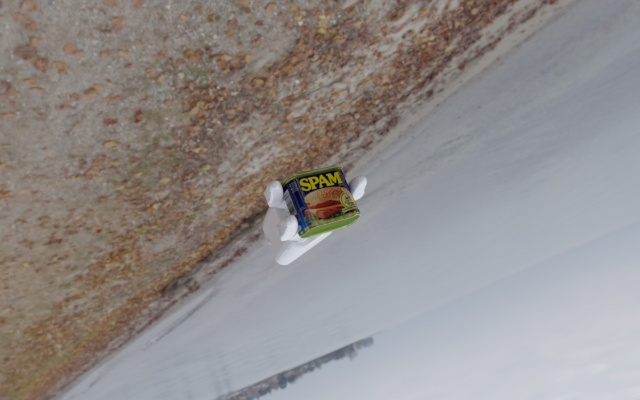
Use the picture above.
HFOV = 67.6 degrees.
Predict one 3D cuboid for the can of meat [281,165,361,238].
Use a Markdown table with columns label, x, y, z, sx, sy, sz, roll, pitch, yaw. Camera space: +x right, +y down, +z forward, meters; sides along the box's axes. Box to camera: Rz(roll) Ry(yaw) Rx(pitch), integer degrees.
| label | x | y | z | sx | sy | sz | roll | pitch | yaw |
| --- | --- | --- | --- | --- | --- | --- | --- | --- | --- |
| can of meat | 0.000 | 0.003 | 0.702 | 0.102 | 0.084 | 0.057 | -13 | -18 | -30 |
